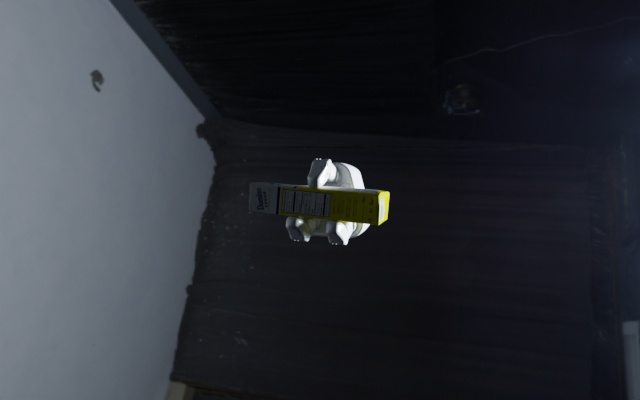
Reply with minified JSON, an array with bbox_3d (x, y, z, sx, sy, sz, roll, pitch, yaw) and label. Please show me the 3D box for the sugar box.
[{"bbox_3d":[0.000,0.003,0.653,0.176,0.048,0.093,3,3,15],"label":"sugar box"}]
